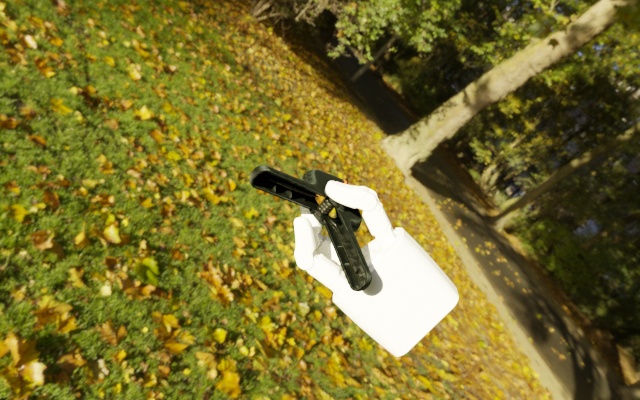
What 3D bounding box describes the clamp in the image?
[{"bbox_3d":[0.001,0.001,0.560,0.036,0.164,0.210,-42,9,18],"label":"clamp"}]
